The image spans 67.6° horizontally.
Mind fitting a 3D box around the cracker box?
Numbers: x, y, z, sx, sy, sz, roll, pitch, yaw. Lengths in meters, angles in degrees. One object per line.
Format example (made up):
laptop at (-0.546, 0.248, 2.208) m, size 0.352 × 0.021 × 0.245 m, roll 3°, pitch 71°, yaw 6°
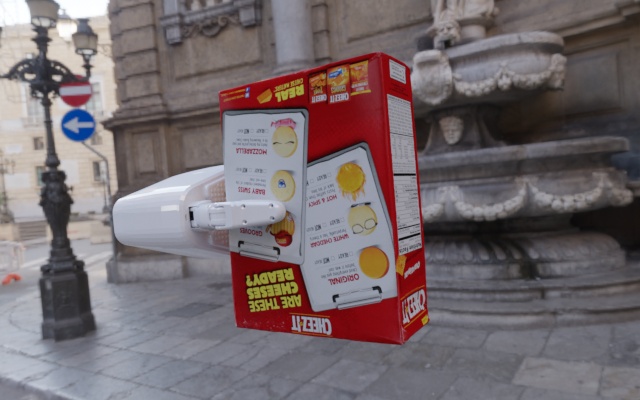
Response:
cracker box at (0.000, 0.001, 0.409) m, size 0.164 × 0.213 × 0.072 m, roll -4°, pitch 1°, yaw 33°
